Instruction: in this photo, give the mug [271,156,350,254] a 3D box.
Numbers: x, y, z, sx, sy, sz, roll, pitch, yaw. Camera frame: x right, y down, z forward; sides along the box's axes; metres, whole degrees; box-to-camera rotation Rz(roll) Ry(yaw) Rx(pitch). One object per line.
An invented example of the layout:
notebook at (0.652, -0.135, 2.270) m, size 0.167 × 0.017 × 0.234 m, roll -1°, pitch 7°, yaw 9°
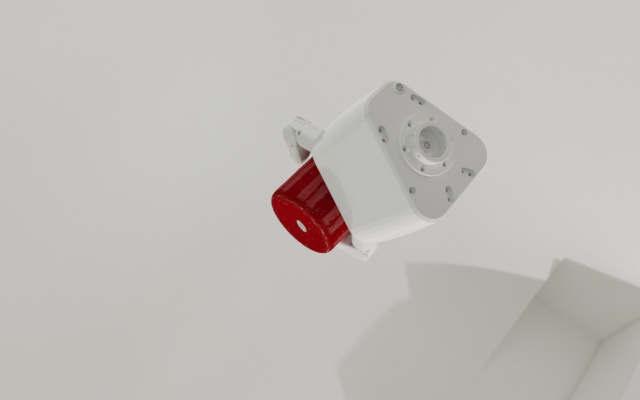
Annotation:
mug at (-0.001, 0.002, 0.499) m, size 0.081 × 0.093 × 0.117 m, roll -45°, pitch 6°, yaw -24°
